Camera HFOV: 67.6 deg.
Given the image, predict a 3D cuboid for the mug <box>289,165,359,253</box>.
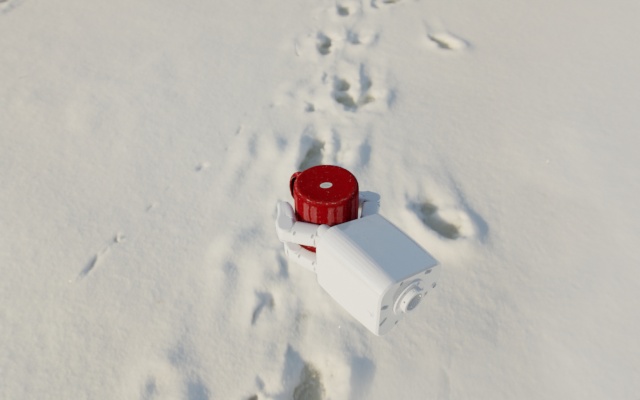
[{"bbox_3d":[-0.001,0.001,0.621,0.093,0.082,0.117,-29,49,-28],"label":"mug"}]
